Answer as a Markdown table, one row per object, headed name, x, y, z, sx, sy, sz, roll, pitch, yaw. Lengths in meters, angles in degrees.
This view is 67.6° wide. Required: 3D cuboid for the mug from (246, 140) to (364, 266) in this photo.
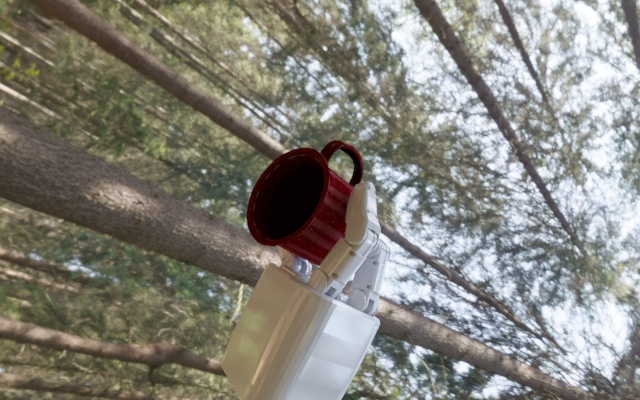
| name | x | y | z | sx | sy | sz | roll | pitch | yaw |
| --- | --- | --- | --- | --- | --- | --- | --- | --- | --- |
| mug | 0.001 | 0.000 | 0.435 | 0.093 | 0.117 | 0.081 | 24 | -8 | 47 |
